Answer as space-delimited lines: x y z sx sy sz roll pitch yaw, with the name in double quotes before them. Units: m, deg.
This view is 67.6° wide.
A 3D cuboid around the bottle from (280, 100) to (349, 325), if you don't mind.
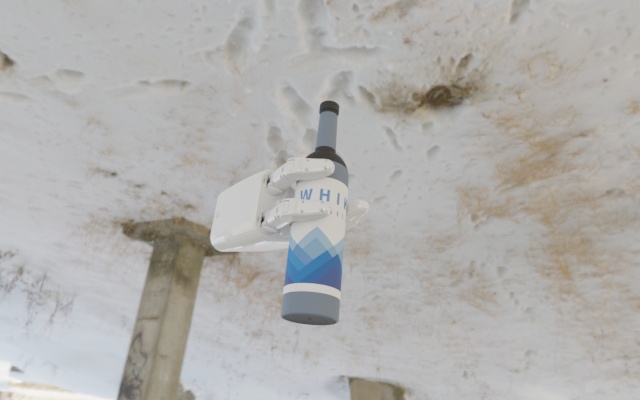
"bottle" 0.000 0.002 0.601 0.069 0.295 0.069 4 -25 2
